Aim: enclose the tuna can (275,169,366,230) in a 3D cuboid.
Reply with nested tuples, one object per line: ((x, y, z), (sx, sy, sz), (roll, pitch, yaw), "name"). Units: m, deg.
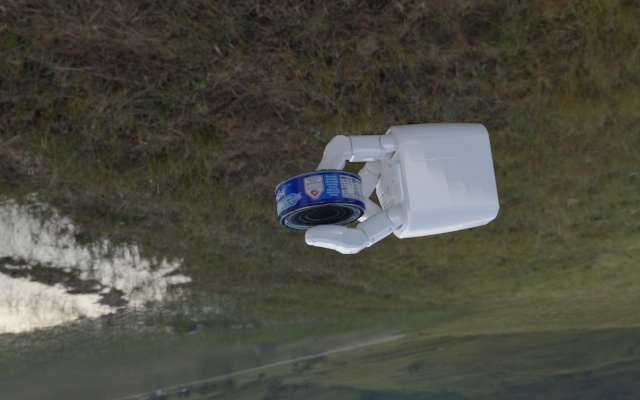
((0.000, 0.002, 0.462), (0.086, 0.033, 0.086), (-6, -19, -2), "tuna can")
